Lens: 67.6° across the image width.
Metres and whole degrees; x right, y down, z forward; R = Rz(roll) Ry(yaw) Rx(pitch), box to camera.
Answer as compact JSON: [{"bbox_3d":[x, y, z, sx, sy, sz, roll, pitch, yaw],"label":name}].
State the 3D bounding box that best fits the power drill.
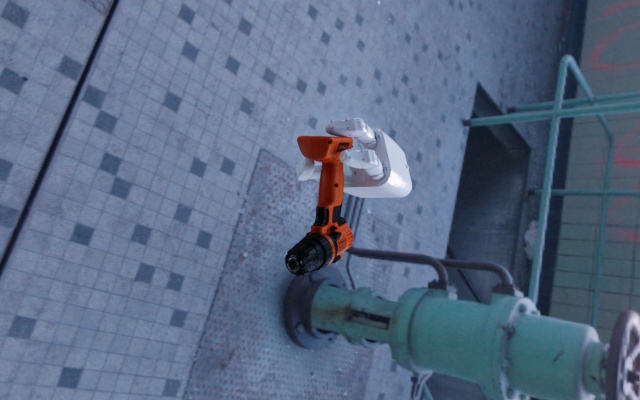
[{"bbox_3d":[0.000,0.002,0.679,0.057,0.188,0.184,5,10,20],"label":"power drill"}]
